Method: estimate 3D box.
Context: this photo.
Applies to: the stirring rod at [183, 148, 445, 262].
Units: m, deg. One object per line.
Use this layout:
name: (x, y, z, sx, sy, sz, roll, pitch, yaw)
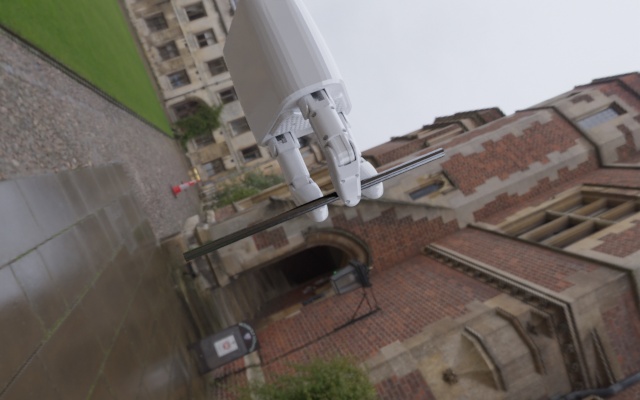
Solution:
stirring rod: (0.000, 0.001, 0.407, 0.239, 0.011, 0.011, -22, 4, -10)
